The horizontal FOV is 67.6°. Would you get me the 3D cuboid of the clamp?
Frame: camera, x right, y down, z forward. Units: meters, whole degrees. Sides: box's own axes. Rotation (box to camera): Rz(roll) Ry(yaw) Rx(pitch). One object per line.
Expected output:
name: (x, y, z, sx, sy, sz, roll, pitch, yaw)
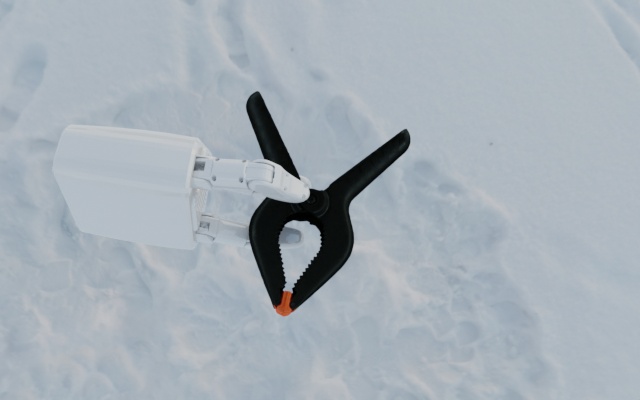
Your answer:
clamp: (0.000, 0.002, 0.440, 0.164, 0.210, 0.036, 7, -20, -3)
